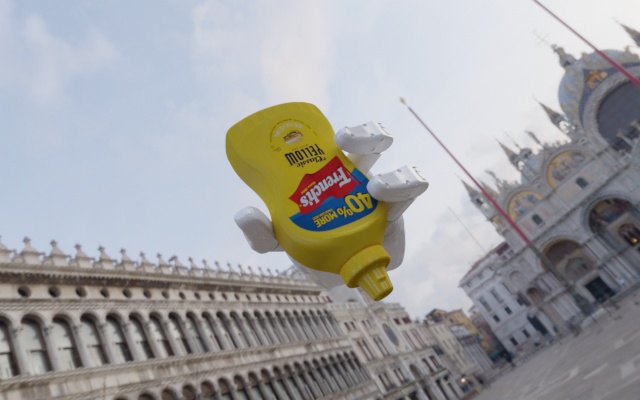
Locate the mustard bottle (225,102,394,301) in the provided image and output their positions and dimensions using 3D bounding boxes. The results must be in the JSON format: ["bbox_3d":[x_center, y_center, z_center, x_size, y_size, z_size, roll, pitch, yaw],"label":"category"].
[{"bbox_3d":[0.000,0.001,0.403,0.096,0.191,0.058,-21,-29,-25],"label":"mustard bottle"}]
